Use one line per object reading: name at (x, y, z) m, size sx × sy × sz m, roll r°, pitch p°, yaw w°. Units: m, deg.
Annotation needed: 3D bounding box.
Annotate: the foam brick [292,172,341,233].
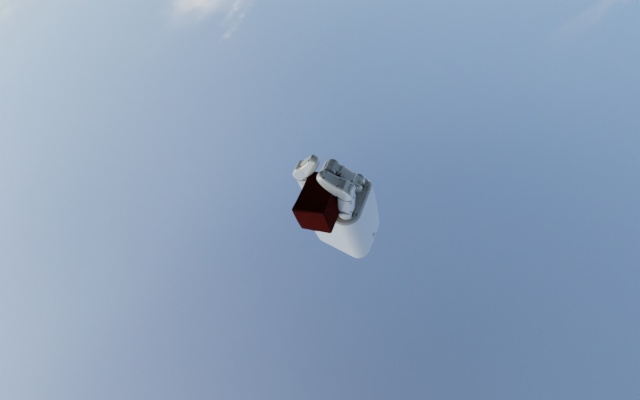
foam brick at (0.000, 0.003, 0.722) m, size 0.053 × 0.078 × 0.051 m, roll 9°, pitch -36°, yaw 24°
